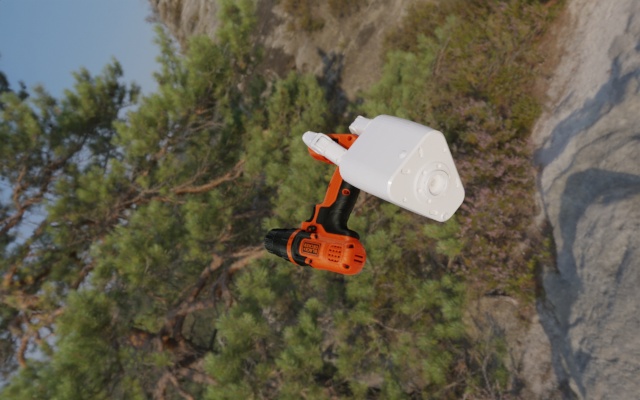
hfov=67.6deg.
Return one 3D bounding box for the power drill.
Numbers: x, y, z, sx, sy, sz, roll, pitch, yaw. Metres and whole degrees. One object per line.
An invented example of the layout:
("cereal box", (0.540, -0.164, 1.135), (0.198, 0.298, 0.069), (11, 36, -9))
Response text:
("power drill", (0.000, 0.002, 0.674), (0.184, 0.187, 0.057), (7, -7, 43))
